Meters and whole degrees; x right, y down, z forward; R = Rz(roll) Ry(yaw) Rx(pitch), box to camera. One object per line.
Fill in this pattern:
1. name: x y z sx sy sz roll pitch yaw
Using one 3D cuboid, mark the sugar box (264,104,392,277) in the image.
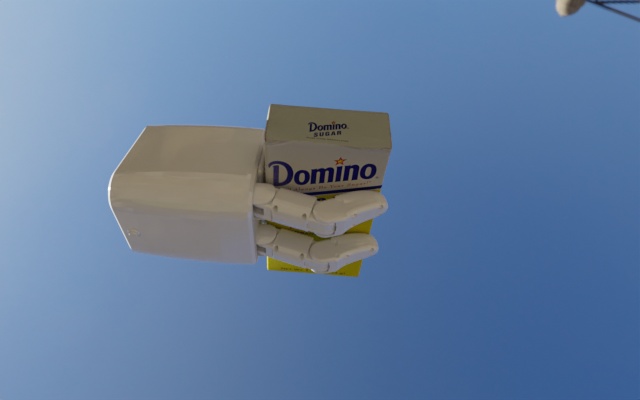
1. sugar box: 0.000 0.002 0.410 0.093 0.048 0.176 4 -38 -1
